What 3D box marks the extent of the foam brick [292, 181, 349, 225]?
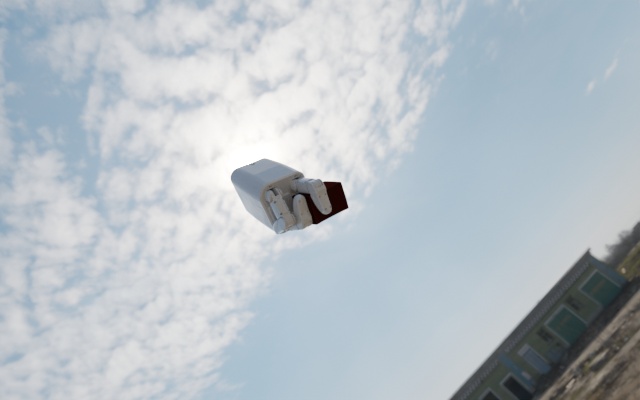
[{"bbox_3d":[0.000,0.003,0.841,0.078,0.053,0.051,-25,18,-33],"label":"foam brick"}]
